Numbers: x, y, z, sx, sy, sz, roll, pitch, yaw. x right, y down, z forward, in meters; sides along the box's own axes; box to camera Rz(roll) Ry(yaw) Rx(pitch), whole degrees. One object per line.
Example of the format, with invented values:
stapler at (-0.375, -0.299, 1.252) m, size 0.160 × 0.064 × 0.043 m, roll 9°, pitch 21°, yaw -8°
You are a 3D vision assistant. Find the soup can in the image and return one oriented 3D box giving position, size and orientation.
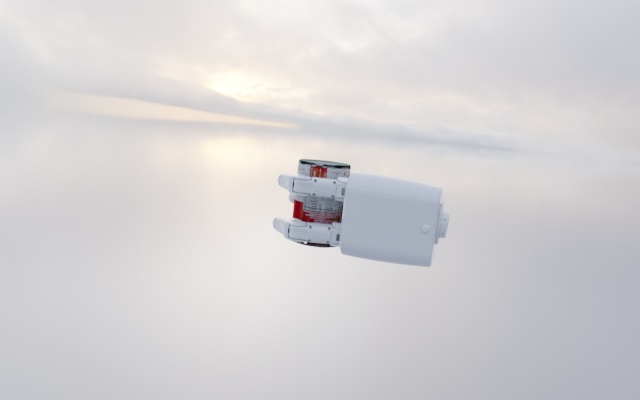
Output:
soup can at (0.000, 0.002, 0.603) m, size 0.068 × 0.102 × 0.068 m, roll 6°, pitch 9°, yaw -1°
